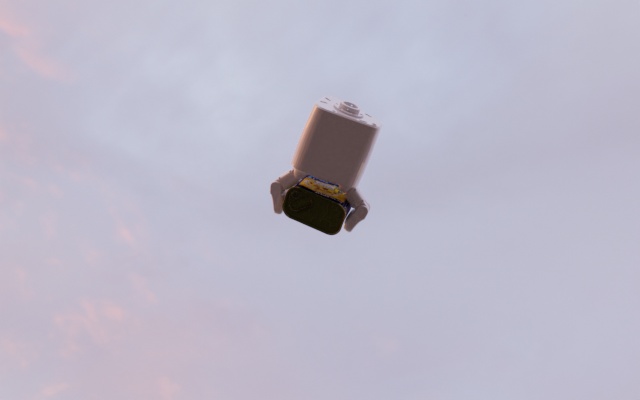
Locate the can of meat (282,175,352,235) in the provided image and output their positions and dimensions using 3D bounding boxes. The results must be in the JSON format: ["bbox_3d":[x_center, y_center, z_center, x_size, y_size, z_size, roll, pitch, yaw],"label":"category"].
[{"bbox_3d":[0.000,0.003,0.786,0.102,0.057,0.084,23,26,7],"label":"can of meat"}]
